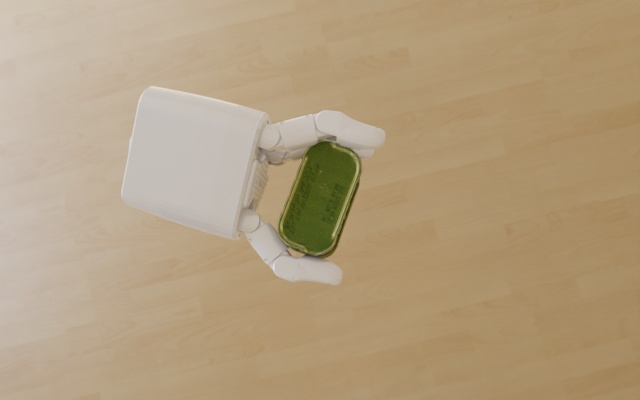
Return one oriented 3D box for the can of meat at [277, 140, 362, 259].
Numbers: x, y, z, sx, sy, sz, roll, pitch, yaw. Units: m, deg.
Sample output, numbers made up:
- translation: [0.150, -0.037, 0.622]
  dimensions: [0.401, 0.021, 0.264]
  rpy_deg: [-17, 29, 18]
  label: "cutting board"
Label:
- translation: [0.000, 0.002, 0.438]
  dimensions: [0.057, 0.102, 0.084]
  rpy_deg: [20, -6, 4]
  label: "can of meat"
